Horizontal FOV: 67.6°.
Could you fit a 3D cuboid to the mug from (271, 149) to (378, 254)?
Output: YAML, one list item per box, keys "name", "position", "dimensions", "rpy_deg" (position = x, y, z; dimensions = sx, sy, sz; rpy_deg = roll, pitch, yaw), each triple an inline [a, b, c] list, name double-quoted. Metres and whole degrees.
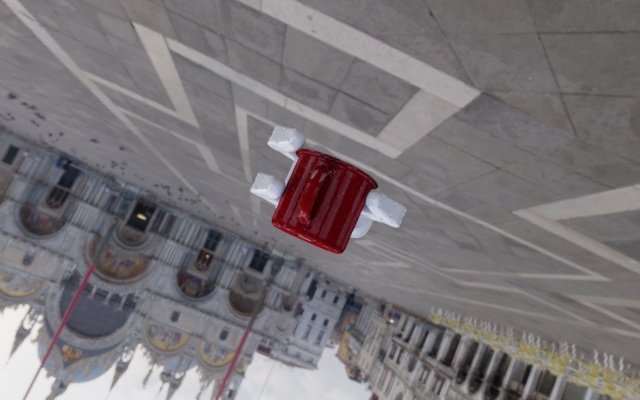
- name: "mug"
  position: [0.000, 0.002, 0.478]
  dimensions: [0.093, 0.081, 0.117]
  rpy_deg: [23, -8, 9]
